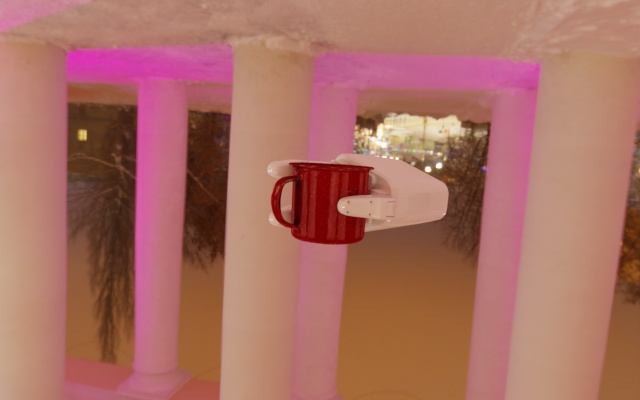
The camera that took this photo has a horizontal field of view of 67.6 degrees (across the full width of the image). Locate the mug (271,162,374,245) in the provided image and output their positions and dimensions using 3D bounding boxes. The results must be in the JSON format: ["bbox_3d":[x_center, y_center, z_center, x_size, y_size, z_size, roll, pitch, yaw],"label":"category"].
[{"bbox_3d":[-0.001,0.002,0.514,0.117,0.081,0.093,-1,8,-37],"label":"mug"}]
